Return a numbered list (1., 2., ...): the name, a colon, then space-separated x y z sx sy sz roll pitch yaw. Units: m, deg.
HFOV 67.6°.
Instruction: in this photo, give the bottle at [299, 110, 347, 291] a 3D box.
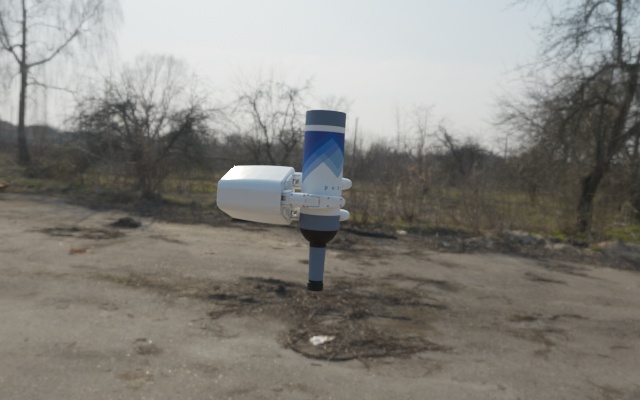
1. bottle: 0.000 0.002 0.789 0.069 0.296 0.069 4 4 0
